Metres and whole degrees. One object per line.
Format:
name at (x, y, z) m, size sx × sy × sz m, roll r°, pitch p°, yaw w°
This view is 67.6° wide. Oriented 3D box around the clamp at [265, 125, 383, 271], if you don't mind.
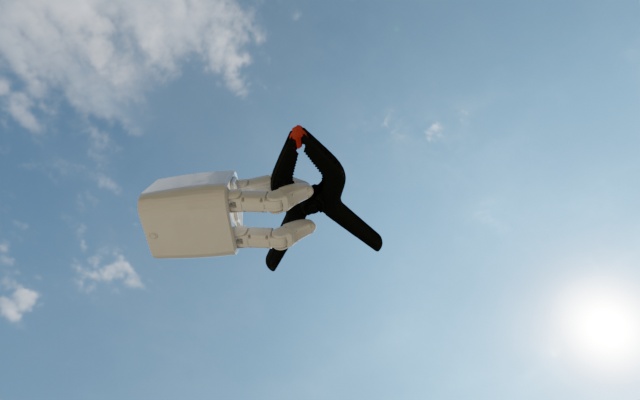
clamp at (0.000, 0.001, 0.620) m, size 0.164 × 0.210 × 0.036 m, roll -6°, pitch 33°, yaw -3°
